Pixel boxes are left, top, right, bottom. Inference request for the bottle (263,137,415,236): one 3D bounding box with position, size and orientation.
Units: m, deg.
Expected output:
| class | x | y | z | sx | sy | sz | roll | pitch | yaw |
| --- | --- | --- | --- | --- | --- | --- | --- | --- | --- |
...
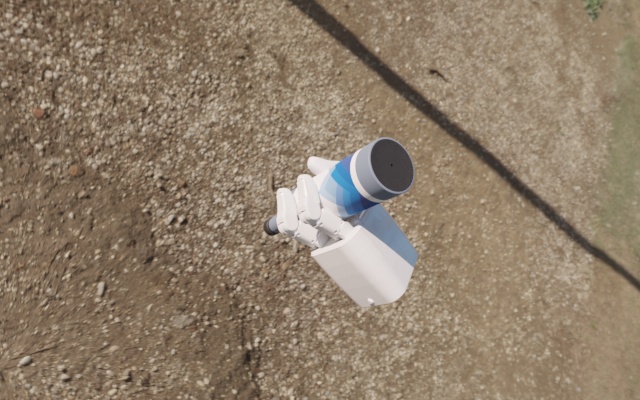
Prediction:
| class | x | y | z | sx | sy | sz | roll | pitch | yaw |
| --- | --- | --- | --- | --- | --- | --- | --- | --- | --- |
| bottle | 0.000 | 0.002 | 0.641 | 0.069 | 0.069 | 0.296 | 0 | -16 | -34 |
